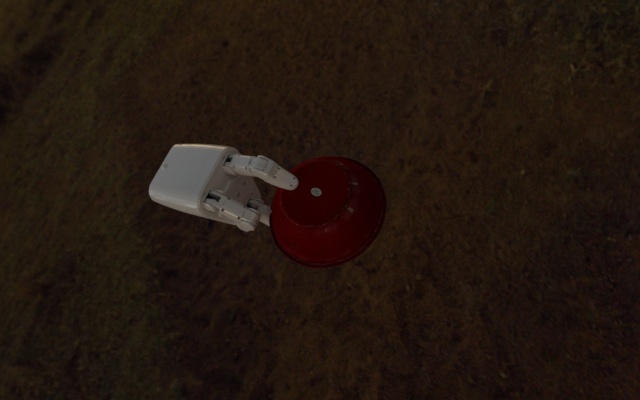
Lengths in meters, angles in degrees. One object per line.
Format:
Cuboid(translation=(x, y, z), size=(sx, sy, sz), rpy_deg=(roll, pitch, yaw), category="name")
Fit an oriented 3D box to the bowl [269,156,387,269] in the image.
Cuboid(translation=(0.001, 0.002, 0.609), size=(0.162, 0.162, 0.055), rpy_deg=(0, -25, 18), category="bowl")
